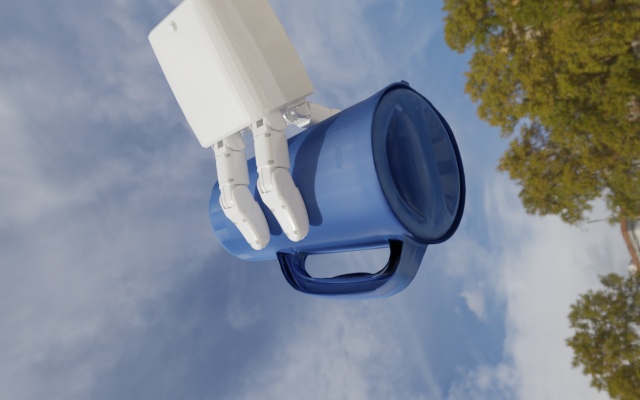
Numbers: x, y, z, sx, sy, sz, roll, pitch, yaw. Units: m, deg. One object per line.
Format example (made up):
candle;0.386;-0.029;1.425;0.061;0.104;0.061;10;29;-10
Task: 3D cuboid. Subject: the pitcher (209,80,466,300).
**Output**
pitcher;0.000;0.001;0.452;0.243;0.145;0.149;-16;16;43
